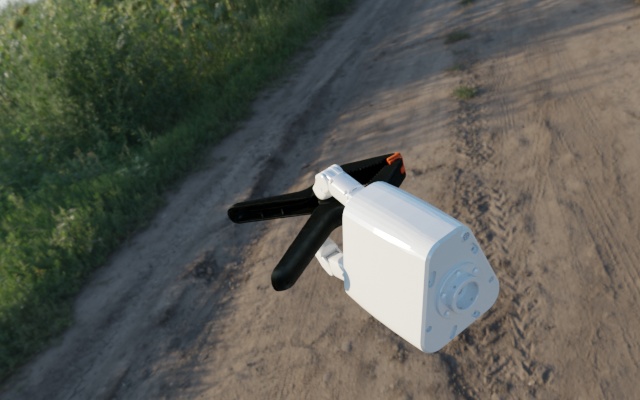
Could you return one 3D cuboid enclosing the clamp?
[{"bbox_3d":[0.000,0.001,0.537,0.210,0.036,0.164,-33,36,-18],"label":"clamp"}]
